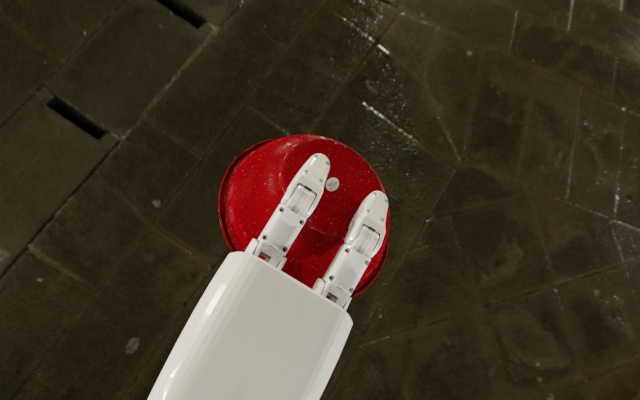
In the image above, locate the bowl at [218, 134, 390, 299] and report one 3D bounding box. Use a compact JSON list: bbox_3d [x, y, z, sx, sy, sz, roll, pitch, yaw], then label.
[{"bbox_3d":[0.000,0.000,0.401,0.162,0.162,0.055,0,-27,-27],"label":"bowl"}]
